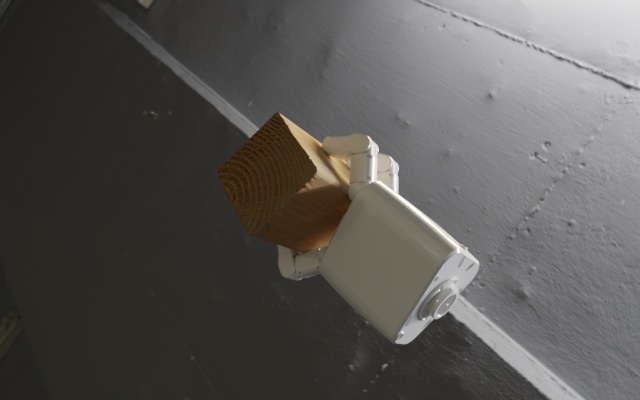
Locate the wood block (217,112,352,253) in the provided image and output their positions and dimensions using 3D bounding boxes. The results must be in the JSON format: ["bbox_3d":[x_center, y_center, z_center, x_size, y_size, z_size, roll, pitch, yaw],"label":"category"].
[{"bbox_3d":[0.000,0.002,0.525,0.091,0.090,0.206,-42,-34,13],"label":"wood block"}]
